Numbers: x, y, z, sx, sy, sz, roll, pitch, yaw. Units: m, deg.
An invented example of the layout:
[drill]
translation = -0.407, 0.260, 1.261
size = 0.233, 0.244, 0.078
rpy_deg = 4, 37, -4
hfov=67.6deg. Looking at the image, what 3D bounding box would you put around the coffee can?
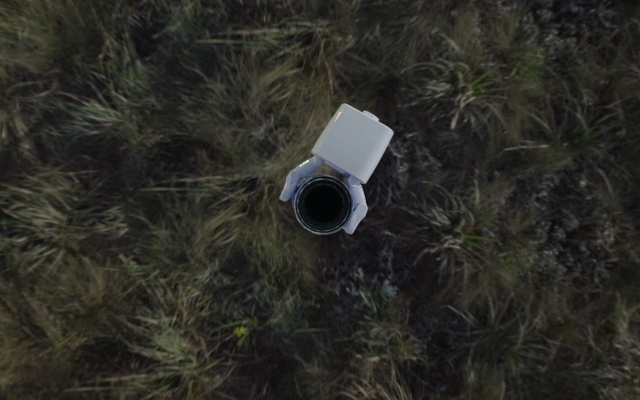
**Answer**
[coffee can]
translation = 0.000, 0.003, 0.877
size = 0.103, 0.103, 0.140
rpy_deg = 0, 4, -4
